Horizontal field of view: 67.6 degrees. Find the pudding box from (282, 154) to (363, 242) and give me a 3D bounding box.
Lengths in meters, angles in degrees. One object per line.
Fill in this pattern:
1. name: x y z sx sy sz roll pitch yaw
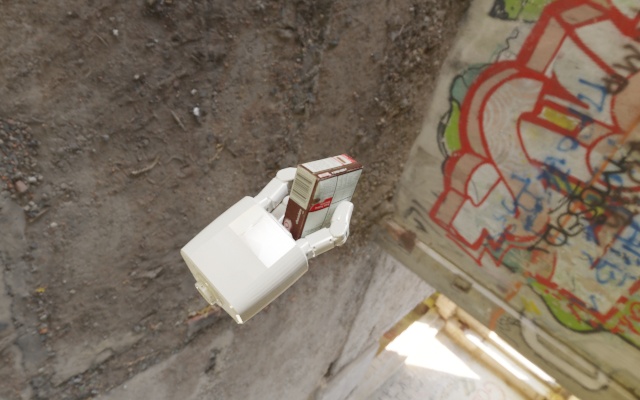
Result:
1. pudding box: 0.000 0.002 0.614 0.039 0.113 0.090 38 36 28
